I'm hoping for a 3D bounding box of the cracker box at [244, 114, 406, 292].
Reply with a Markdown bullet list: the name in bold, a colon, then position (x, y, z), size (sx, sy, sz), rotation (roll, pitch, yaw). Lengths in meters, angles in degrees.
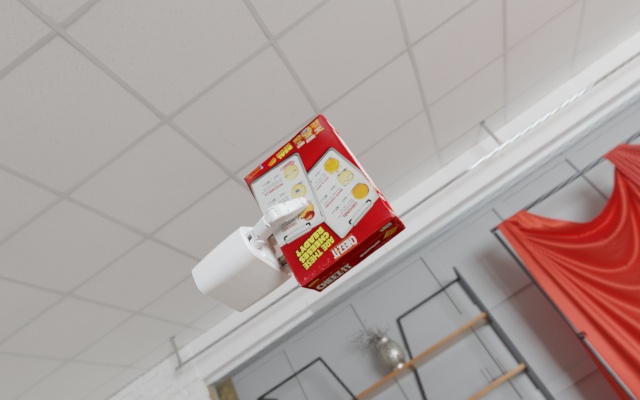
- **cracker box**: position (0.000, 0.002, 0.718), size (0.164, 0.213, 0.072), rotation (-39, -30, 11)
